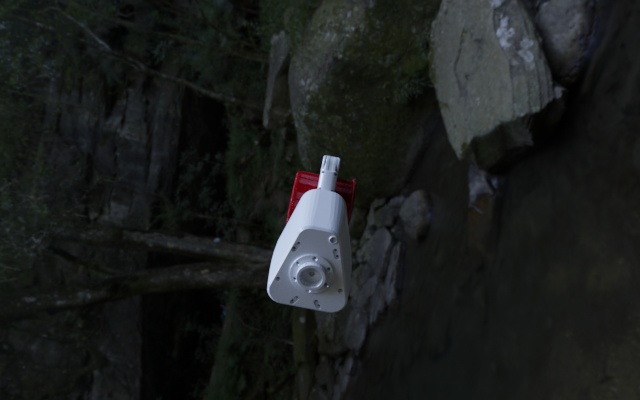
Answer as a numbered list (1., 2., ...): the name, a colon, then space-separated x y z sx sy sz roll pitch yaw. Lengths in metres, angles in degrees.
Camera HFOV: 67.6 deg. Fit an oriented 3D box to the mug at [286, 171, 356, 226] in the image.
1. mug: 0.000 0.002 0.671 0.081 0.093 0.117 12 21 -2
